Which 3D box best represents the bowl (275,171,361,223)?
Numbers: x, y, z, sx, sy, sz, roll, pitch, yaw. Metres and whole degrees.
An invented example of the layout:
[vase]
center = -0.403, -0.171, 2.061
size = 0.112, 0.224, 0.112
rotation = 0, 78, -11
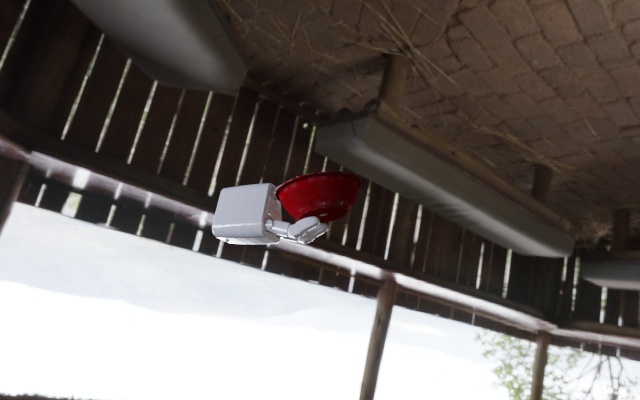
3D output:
[bowl]
center = 0.001, 0.003, 0.875
size = 0.162, 0.055, 0.162
rotation = -9, -20, -3
